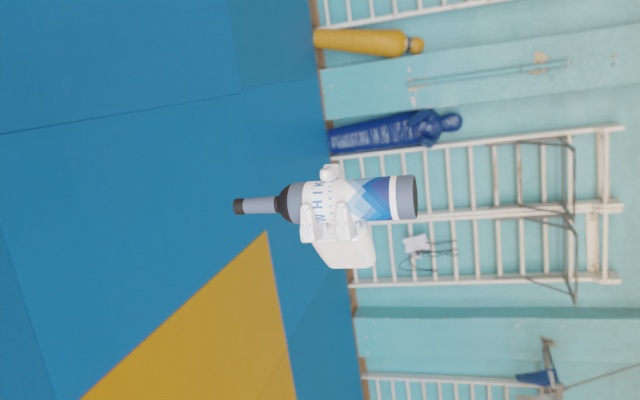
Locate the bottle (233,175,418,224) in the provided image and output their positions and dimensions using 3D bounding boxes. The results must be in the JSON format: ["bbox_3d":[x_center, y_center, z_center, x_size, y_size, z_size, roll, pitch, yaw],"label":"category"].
[{"bbox_3d":[0.000,0.002,0.750,0.296,0.069,0.069,-3,-1,18],"label":"bottle"}]
